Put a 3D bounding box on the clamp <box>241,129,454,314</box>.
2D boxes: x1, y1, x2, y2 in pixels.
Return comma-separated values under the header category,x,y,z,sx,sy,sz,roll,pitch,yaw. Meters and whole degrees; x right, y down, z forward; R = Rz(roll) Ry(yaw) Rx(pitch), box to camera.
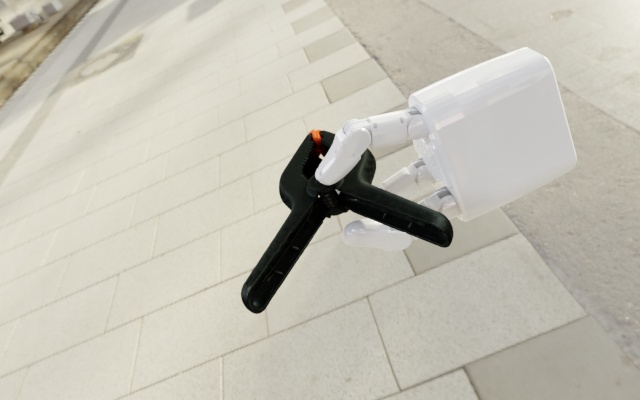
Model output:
category,x,y,z,sx,sy,sz,roll,pitch,yaw
clamp,0.000,0.000,0.420,0.164,0.036,0.209,-24,36,2
